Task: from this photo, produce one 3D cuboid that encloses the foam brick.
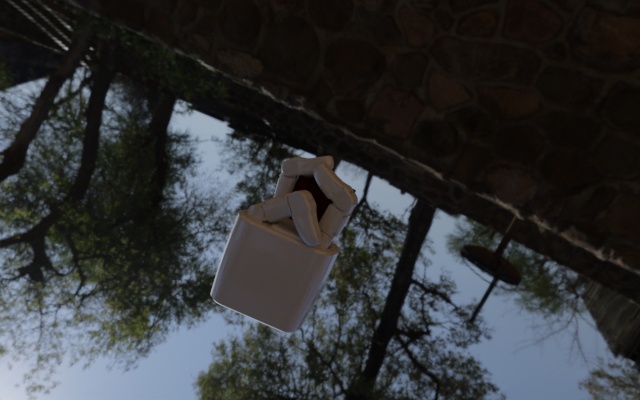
[{"bbox_3d":[0.000,0.002,0.571,0.053,0.051,0.078,27,13,16],"label":"foam brick"}]
